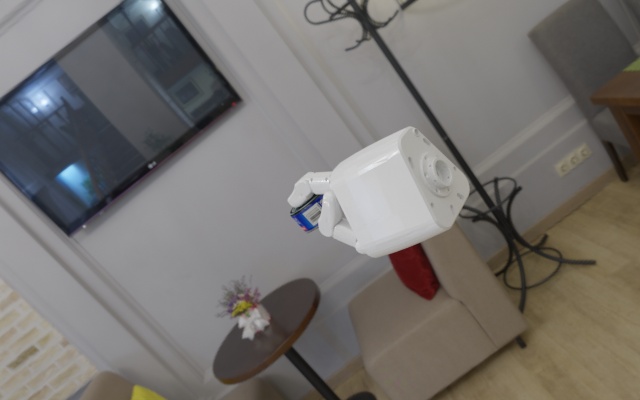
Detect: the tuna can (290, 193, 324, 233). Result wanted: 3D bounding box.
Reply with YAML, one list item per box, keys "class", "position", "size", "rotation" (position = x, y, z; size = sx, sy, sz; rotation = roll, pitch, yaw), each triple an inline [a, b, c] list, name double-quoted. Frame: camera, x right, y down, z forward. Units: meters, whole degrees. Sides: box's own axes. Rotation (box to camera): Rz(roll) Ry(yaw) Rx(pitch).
- class: "tuna can"
  position: [0.000, 0.002, 0.635]
  size: [0.086, 0.034, 0.086]
  rotation: [-41, 10, 9]
